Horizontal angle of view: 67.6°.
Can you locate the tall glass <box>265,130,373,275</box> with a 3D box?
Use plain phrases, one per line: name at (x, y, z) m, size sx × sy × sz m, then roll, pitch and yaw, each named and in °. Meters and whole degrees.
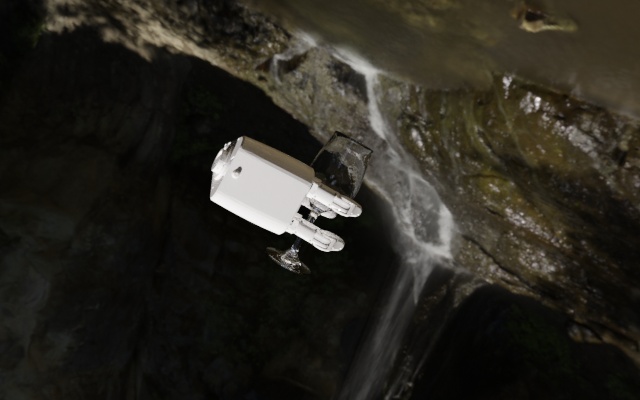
tall glass at (0.000, 0.003, 0.684) m, size 0.079 × 0.201 × 0.079 m, roll 29°, pitch 6°, yaw -3°
